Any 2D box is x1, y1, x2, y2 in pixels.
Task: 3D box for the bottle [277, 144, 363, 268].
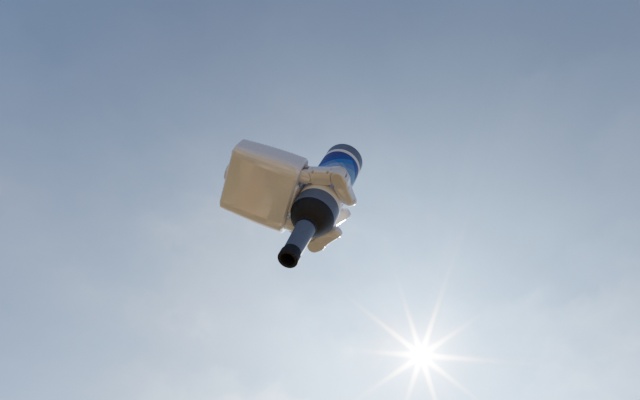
[{"bbox_3d":[0.000,0.002,0.714,0.069,0.069,0.295,0,29,19],"label":"bottle"}]
